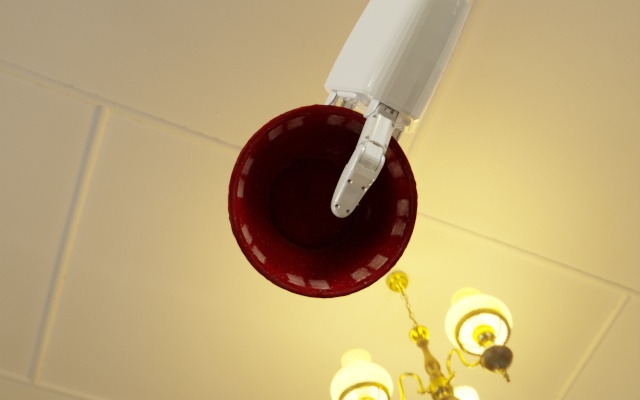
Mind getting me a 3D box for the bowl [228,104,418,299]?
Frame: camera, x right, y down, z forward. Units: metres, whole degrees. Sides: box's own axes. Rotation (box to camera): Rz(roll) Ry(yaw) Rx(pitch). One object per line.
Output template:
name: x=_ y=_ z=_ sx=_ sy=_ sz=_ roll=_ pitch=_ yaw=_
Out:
bowl: x=-0.001 y=0.002 z=0.420 sx=0.162 sy=0.162 sz=0.055 roll=0 pitch=-2 yaw=-12
